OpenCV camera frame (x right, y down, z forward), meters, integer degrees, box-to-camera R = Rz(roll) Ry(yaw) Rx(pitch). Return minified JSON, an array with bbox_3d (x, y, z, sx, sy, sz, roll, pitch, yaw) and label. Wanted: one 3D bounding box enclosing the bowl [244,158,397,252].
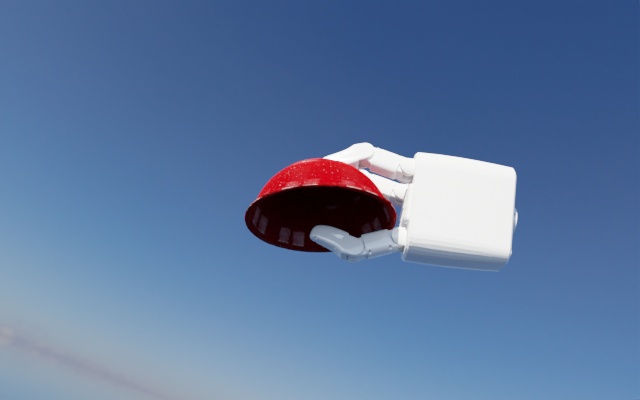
[{"bbox_3d":[-0.001,0.001,0.520,0.162,0.055,0.162,-1,-29,0],"label":"bowl"}]
